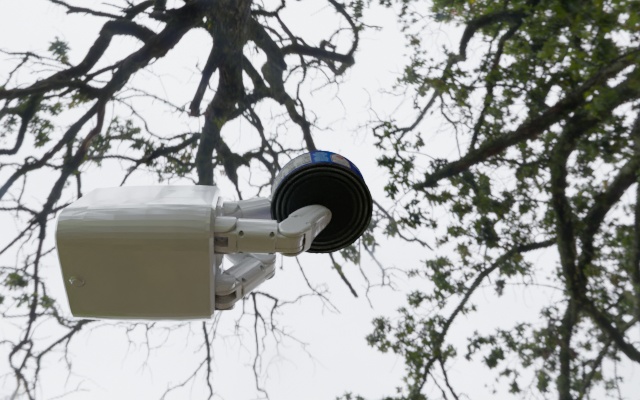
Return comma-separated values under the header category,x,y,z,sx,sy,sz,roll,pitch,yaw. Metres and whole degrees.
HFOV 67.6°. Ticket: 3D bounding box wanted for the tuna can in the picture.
category,x,y,z,sx,sy,sz,roll,pitch,yaw
tuna can,0.000,0.001,0.410,0.086,0.086,0.033,0,27,-5
